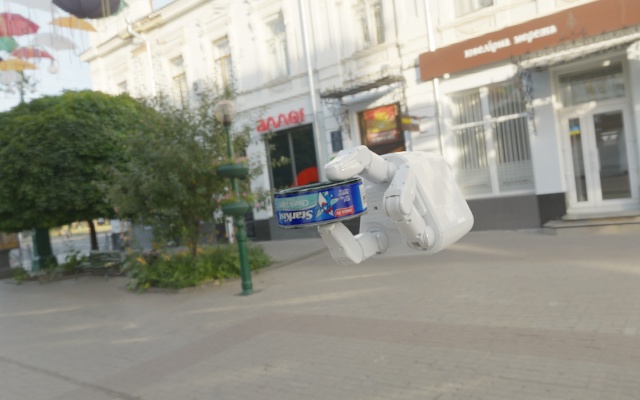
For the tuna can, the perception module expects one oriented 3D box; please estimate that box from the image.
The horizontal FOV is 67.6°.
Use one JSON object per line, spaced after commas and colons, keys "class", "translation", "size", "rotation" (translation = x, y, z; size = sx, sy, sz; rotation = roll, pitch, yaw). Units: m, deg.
{"class": "tuna can", "translation": [0.000, 0.001, 0.449], "size": [0.086, 0.034, 0.086], "rotation": [-10, 5, 1]}
